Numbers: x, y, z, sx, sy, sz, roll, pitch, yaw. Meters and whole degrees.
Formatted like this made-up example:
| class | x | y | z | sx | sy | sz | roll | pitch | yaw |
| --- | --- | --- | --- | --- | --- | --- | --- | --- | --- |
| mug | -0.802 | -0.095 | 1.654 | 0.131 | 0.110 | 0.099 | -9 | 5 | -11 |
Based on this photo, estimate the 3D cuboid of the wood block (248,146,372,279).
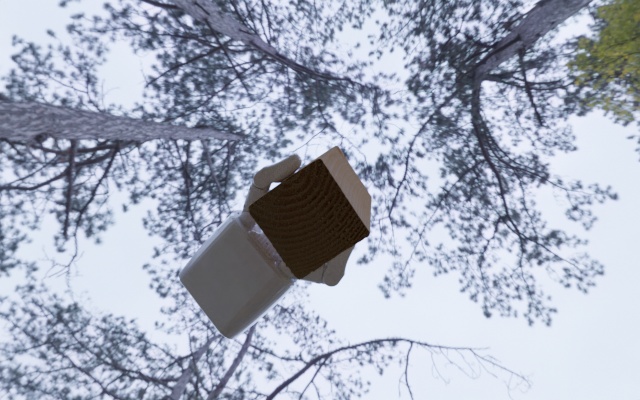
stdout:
| class | x | y | z | sx | sy | sz | roll | pitch | yaw |
| --- | --- | --- | --- | --- | --- | --- | --- | --- | --- |
| wood block | 0.000 | 0.002 | 0.557 | 0.090 | 0.091 | 0.206 | -34 | 5 | 11 |
